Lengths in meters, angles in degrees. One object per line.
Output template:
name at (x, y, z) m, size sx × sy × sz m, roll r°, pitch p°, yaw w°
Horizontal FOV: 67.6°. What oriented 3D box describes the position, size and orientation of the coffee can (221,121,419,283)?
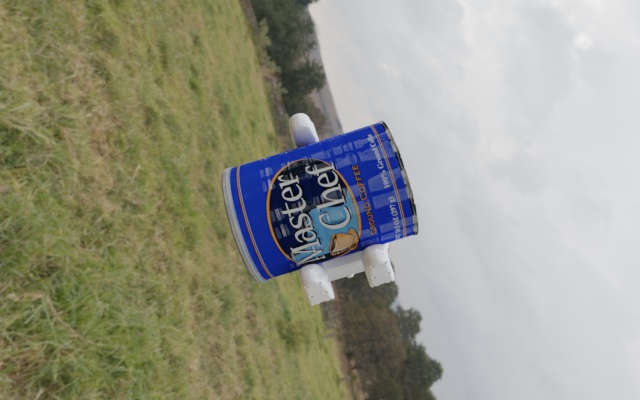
coffee can at (0.000, 0.001, 0.410) m, size 0.140 × 0.103 × 0.103 m, roll -17°, pitch -1°, yaw 2°
